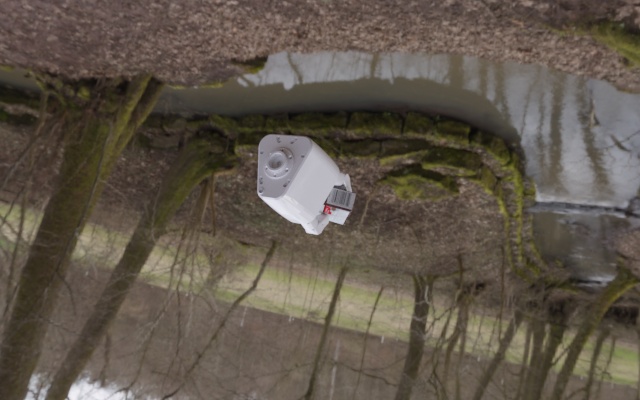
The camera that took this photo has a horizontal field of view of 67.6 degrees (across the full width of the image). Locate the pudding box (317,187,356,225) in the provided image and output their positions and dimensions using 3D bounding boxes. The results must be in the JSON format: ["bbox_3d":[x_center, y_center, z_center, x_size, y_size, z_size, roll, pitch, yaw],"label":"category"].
[{"bbox_3d":[0.000,0.003,0.851,0.113,0.039,0.090,16,-18,0],"label":"pudding box"}]
